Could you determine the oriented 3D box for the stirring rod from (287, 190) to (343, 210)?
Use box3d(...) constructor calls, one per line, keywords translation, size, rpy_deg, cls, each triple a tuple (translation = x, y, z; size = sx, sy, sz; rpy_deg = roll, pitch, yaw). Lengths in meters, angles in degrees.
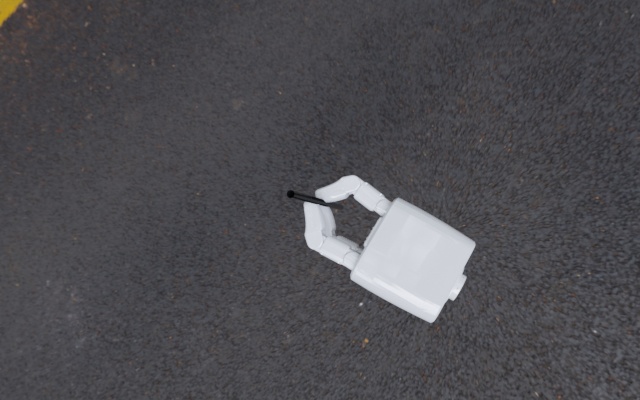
box3d(translation=(0.000, 0.002, 0.585), size=(0.011, 0.011, 0.239), rpy_deg=(0, -4, 14), cls="stirring rod")
